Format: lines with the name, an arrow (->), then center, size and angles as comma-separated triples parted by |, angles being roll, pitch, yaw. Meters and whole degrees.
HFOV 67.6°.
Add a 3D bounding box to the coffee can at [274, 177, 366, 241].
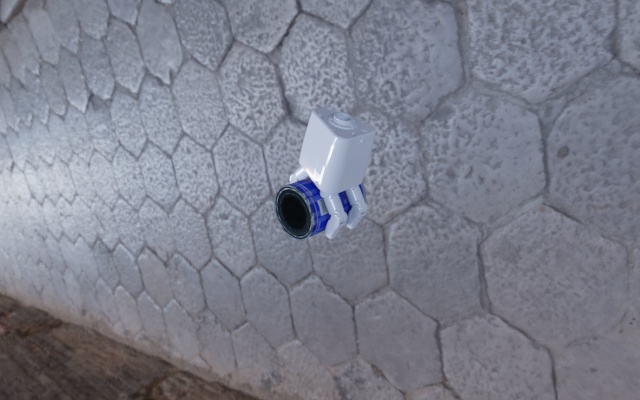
coffee can -> 0.000, 0.003, 0.876 | 0.140, 0.103, 0.103 | -22, 15, -41
